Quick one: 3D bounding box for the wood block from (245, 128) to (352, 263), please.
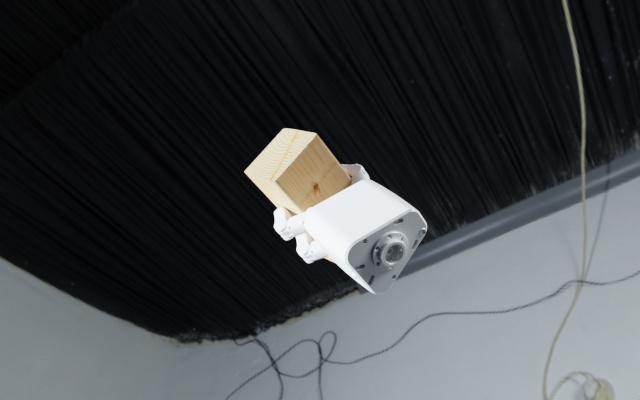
[{"bbox_3d":[0.000,0.002,0.700,0.090,0.091,0.206,19,-26,53],"label":"wood block"}]
